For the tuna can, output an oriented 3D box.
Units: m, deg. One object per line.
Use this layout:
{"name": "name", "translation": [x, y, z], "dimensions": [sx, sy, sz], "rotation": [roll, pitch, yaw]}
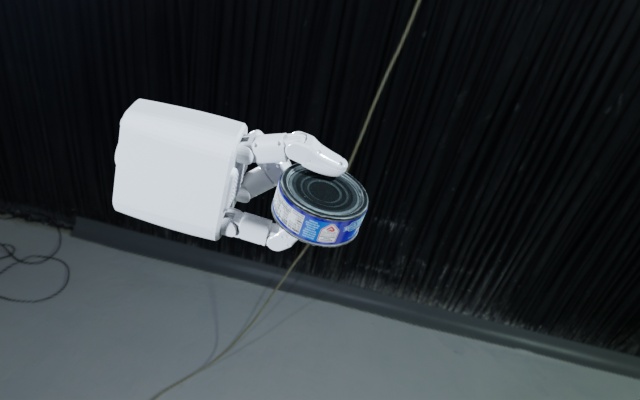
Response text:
{"name": "tuna can", "translation": [0.000, 0.001, 0.440], "dimensions": [0.086, 0.034, 0.086], "rotation": [13, 36, -10]}
